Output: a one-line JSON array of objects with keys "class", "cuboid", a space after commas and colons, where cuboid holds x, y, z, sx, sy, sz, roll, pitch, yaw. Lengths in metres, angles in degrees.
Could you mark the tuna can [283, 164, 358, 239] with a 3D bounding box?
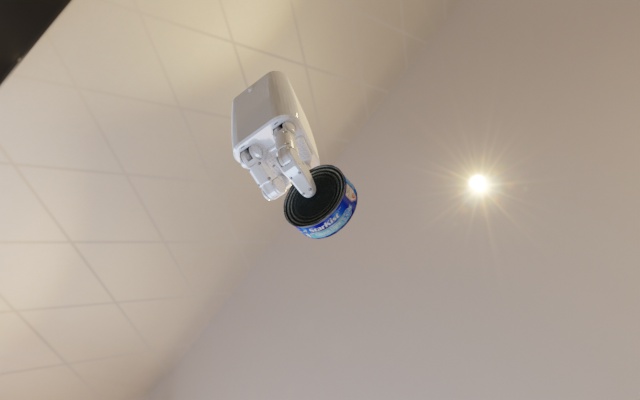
[{"class": "tuna can", "cuboid": [0.000, 0.002, 0.566, 0.086, 0.086, 0.034, 0, -31, 39]}]
